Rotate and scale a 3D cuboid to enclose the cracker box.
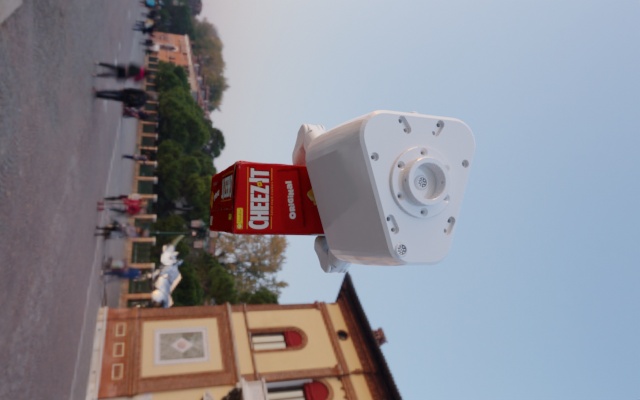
[{"bbox_3d":[0.000,0.002,0.508,0.214,0.072,0.164,2,-3,-20],"label":"cracker box"}]
